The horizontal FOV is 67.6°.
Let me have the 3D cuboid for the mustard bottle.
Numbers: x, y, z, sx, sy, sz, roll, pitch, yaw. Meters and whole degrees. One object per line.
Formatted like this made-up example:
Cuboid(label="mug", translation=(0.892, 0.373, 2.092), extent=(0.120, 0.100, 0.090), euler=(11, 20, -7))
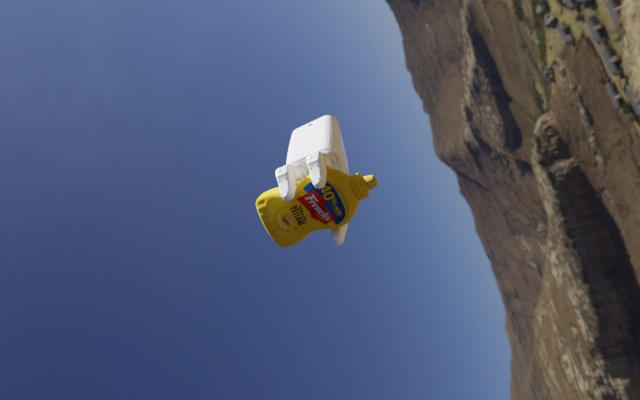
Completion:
Cuboid(label="mustard bottle", translation=(0.000, 0.003, 0.752), extent=(0.191, 0.096, 0.058), euler=(-22, 15, 21))
